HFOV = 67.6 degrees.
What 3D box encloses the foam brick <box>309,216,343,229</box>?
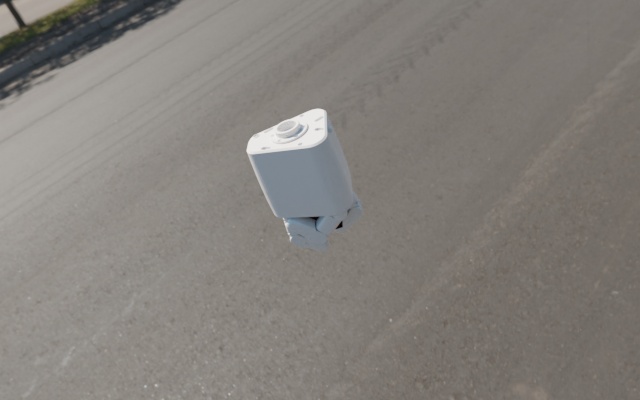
[{"bbox_3d":[0.000,0.002,0.685,0.053,0.051,0.078,-15,36,10],"label":"foam brick"}]
